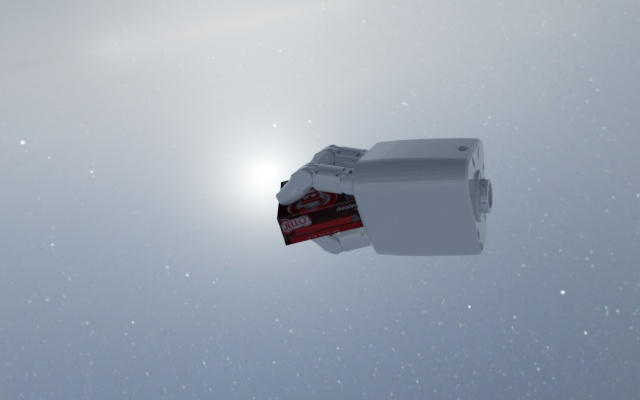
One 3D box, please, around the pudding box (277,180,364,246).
[{"bbox_3d":[0.000,0.002,0.532,0.090,0.039,0.113,-13,20,3],"label":"pudding box"}]
